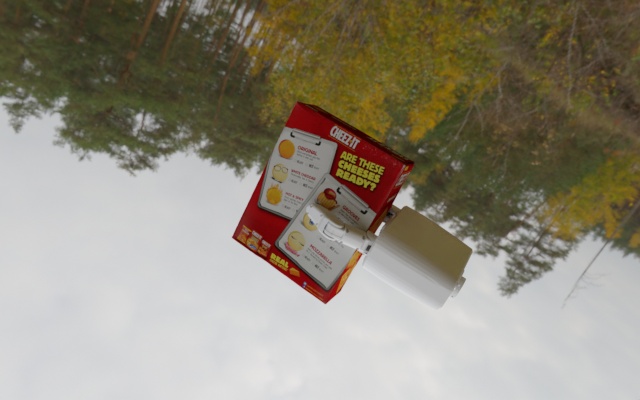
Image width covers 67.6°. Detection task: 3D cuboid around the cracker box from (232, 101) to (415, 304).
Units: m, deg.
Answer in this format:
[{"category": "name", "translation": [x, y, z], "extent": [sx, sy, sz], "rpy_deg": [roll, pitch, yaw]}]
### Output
[{"category": "cracker box", "translation": [0.000, 0.002, 0.639], "extent": [0.164, 0.214, 0.072], "rpy_deg": [33, 18, 15]}]
